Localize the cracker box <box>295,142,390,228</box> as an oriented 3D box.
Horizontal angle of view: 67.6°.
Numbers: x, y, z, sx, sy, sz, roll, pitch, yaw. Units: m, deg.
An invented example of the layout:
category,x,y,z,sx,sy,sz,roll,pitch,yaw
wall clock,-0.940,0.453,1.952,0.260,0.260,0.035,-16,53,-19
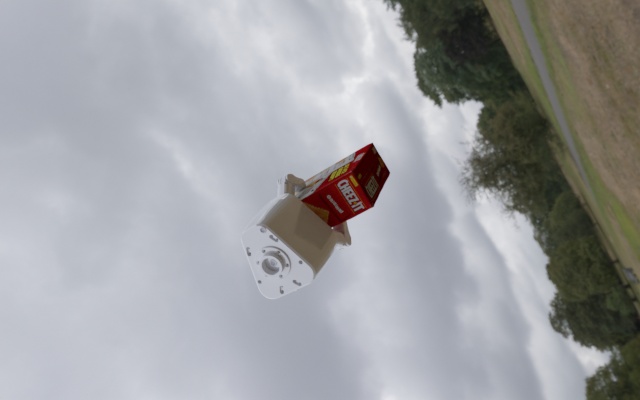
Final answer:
category,x,y,z,sx,sy,sz,roll,pitch,yaw
cracker box,0.000,0.003,0.790,0.214,0.072,0.164,-28,11,25
